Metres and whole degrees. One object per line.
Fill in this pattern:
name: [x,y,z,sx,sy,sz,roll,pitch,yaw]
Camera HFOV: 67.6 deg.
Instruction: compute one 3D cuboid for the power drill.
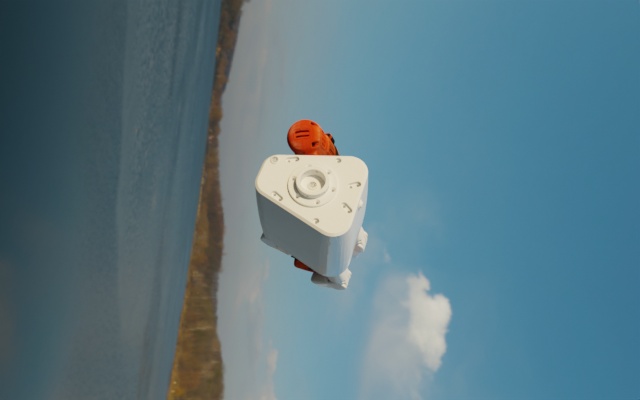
power drill: [0.000,0.003,0.652,0.057,0.187,0.184,-7,-13,13]
